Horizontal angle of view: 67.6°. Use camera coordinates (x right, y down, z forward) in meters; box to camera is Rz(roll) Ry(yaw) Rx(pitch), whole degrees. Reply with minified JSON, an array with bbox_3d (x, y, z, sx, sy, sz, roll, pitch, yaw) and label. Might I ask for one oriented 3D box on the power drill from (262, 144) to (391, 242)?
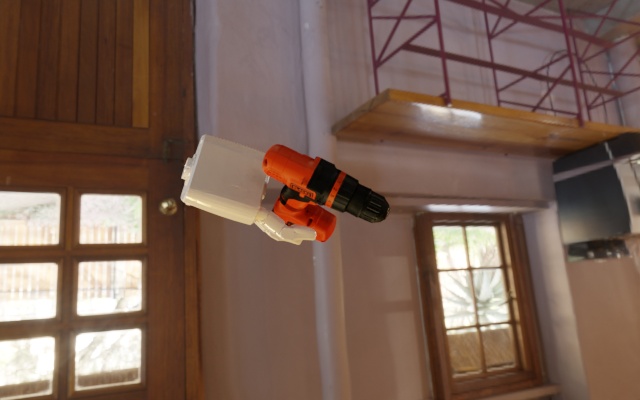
[{"bbox_3d":[0.000,0.002,0.709,0.184,0.057,0.188,28,-24,3],"label":"power drill"}]
